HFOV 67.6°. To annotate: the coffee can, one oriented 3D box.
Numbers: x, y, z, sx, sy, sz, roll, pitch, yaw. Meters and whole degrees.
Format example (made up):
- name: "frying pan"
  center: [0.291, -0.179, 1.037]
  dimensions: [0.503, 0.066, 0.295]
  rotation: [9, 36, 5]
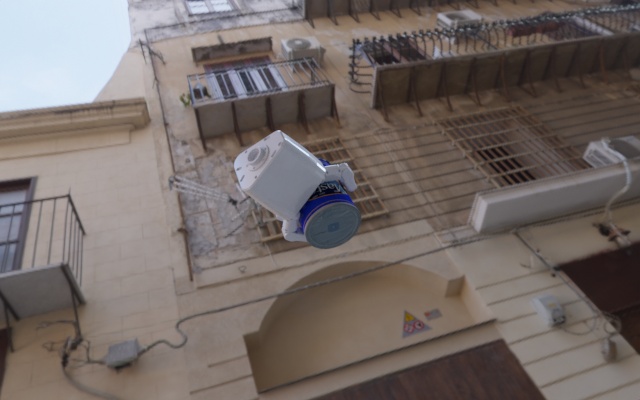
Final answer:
- name: "coffee can"
  center: [0.000, 0.003, 0.862]
  dimensions: [0.103, 0.103, 0.140]
  rotation: [0, 39, -25]
